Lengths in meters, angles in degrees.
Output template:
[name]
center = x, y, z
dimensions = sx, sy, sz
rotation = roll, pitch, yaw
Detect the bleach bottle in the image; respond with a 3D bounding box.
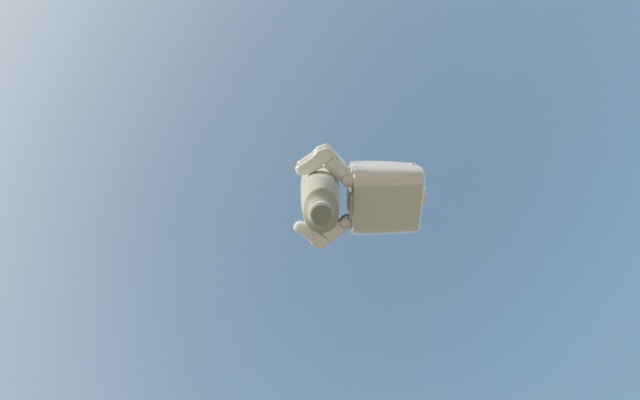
[bleach bottle]
center = 0.000, 0.002, 0.733
dimensions = 0.068, 0.102, 0.250
rotation = -1, 11, 0
